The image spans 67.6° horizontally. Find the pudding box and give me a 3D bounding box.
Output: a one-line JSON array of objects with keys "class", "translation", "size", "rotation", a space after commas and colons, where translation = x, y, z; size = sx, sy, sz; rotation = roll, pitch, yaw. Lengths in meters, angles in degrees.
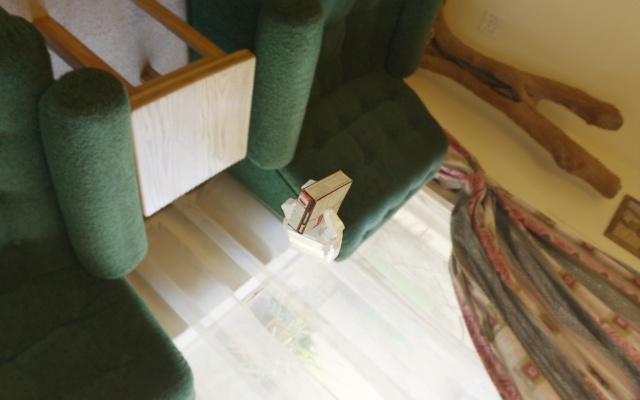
[{"class": "pudding box", "translation": [0.000, 0.003, 0.861], "size": [0.039, 0.090, 0.113], "rotation": [38, 40, 19]}]
